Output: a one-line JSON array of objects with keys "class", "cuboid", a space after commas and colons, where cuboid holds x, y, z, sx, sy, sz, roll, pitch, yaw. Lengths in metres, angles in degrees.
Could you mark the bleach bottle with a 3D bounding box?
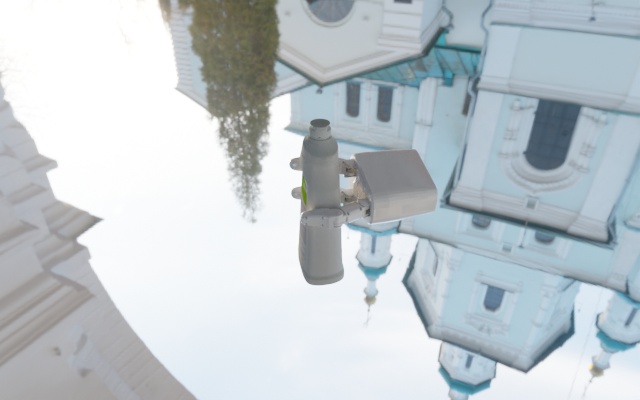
[{"class": "bleach bottle", "cuboid": [0.000, 0.002, 0.717, 0.068, 0.251, 0.102, -7, 35, -12]}]
